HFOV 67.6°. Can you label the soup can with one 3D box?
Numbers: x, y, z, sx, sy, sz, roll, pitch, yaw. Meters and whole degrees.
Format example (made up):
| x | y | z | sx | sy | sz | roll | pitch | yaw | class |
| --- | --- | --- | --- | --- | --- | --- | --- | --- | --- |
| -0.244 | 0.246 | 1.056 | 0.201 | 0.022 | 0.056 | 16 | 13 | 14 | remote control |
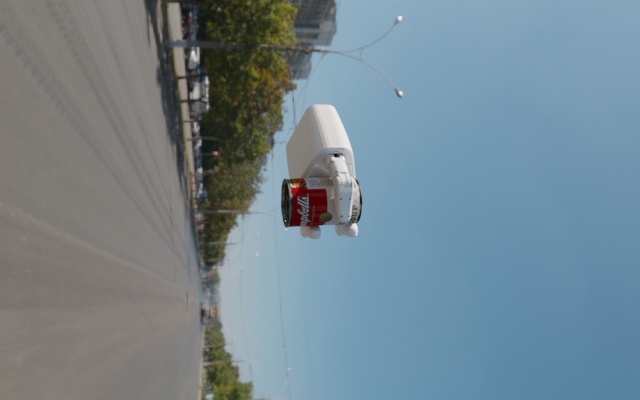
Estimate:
| x | y | z | sx | sy | sz | roll | pitch | yaw | class |
| --- | --- | --- | --- | --- | --- | --- | --- | --- | --- |
| 0.001 | 0.002 | 0.669 | 0.102 | 0.068 | 0.068 | -2 | 0 | -15 | soup can |
